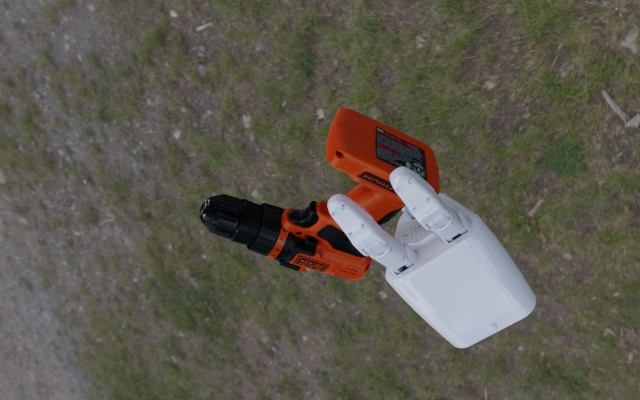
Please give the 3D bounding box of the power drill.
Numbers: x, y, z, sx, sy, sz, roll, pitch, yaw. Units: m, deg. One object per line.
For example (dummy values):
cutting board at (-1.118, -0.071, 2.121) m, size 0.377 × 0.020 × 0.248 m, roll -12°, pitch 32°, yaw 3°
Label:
power drill at (0.001, 0.001, 0.436) m, size 0.184 × 0.057 × 0.188 m, roll 19°, pitch -39°, yaw -21°
